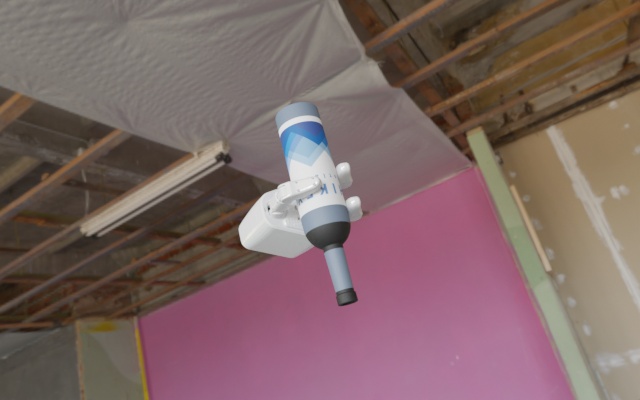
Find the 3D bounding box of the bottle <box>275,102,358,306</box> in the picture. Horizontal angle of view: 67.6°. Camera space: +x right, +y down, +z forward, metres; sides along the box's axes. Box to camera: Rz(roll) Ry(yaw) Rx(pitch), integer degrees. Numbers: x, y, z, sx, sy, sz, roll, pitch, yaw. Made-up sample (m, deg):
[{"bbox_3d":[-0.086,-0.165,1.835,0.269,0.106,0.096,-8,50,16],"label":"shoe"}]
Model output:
[{"bbox_3d":[0.000,0.002,0.677,0.069,0.295,0.069,-13,-20,-5],"label":"bottle"}]
